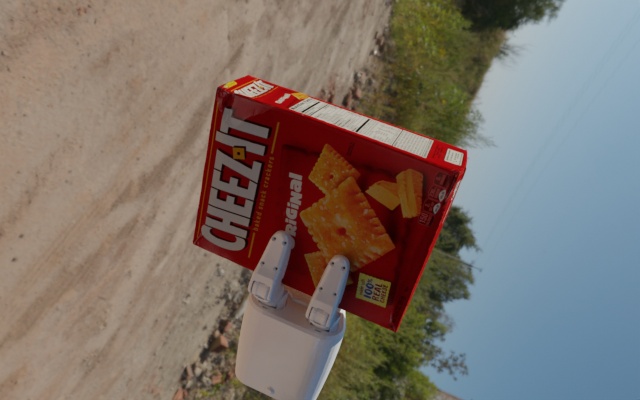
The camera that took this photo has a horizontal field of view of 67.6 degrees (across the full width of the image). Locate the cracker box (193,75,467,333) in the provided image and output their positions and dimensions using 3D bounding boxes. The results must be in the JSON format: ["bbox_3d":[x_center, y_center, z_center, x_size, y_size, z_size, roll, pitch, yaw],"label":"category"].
[{"bbox_3d":[0.000,0.001,0.433,0.213,0.164,0.072,21,27,10],"label":"cracker box"}]
